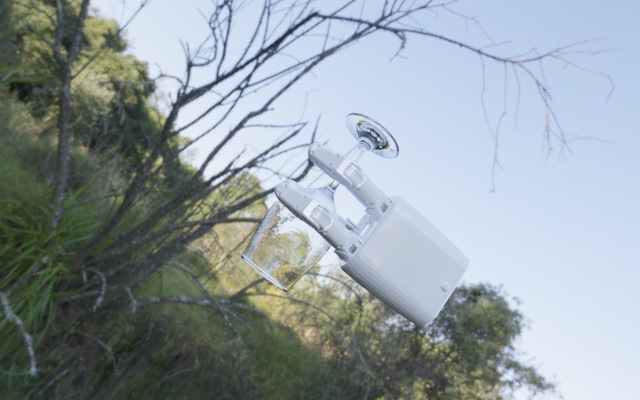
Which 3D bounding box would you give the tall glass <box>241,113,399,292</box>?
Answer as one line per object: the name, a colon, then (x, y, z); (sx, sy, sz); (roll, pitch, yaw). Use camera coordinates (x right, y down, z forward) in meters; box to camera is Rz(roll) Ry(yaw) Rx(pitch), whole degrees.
tall glass: (0.000, 0.001, 0.523); (0.079, 0.201, 0.079); (36, -14, 11)
